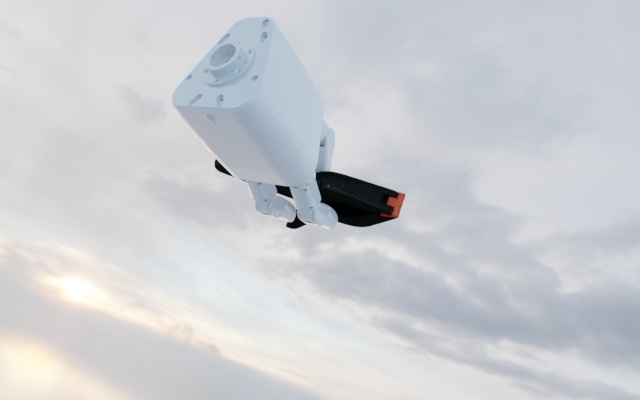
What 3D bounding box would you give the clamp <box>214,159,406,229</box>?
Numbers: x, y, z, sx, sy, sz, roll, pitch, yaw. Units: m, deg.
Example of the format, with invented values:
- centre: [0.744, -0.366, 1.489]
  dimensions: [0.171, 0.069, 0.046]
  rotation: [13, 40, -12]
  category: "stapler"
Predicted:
- centre: [0.001, 0.001, 0.549]
  dimensions: [0.210, 0.036, 0.165]
  rotation: [8, -23, 30]
  category: "clamp"
